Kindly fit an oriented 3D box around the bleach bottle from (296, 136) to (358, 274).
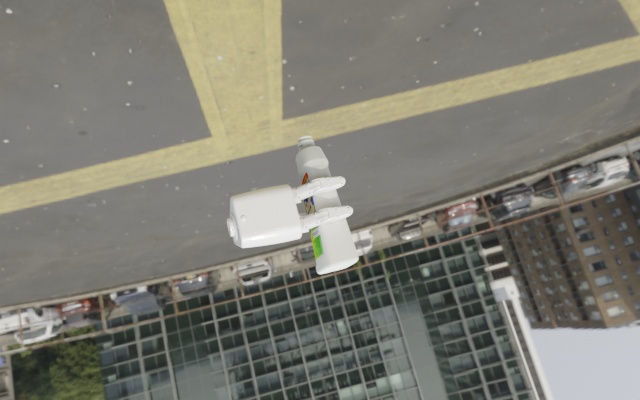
[{"bbox_3d":[0.000,0.003,0.884,0.068,0.250,0.102,-11,-14,-17],"label":"bleach bottle"}]
